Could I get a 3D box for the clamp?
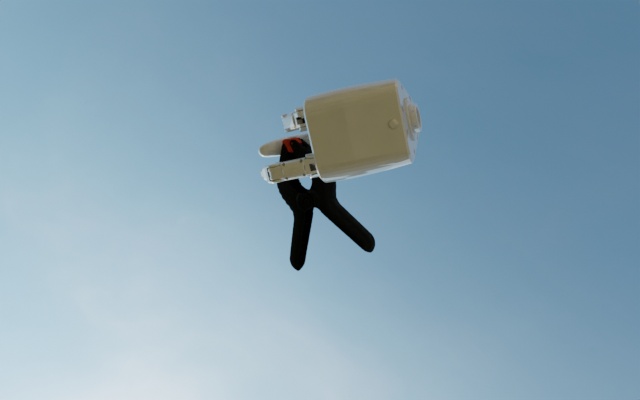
[{"bbox_3d":[0.000,0.002,0.598,0.120,0.171,0.039,-9,9,21],"label":"clamp"}]
